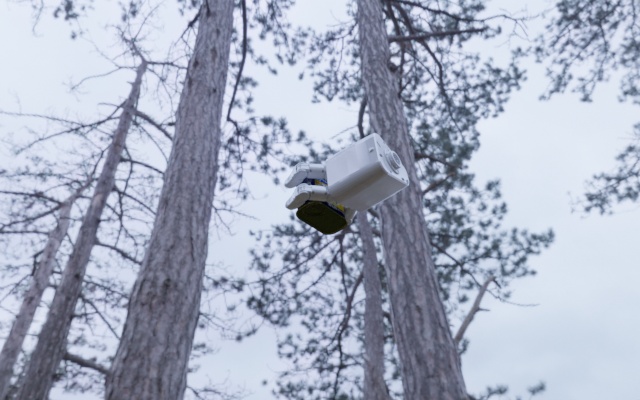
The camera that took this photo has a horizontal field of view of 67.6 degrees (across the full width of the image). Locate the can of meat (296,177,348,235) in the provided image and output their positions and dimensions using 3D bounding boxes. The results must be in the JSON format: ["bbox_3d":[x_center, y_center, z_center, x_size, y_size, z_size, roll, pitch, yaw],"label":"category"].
[{"bbox_3d":[0.000,0.003,0.888,0.057,0.083,0.102,-32,-46,28],"label":"can of meat"}]
